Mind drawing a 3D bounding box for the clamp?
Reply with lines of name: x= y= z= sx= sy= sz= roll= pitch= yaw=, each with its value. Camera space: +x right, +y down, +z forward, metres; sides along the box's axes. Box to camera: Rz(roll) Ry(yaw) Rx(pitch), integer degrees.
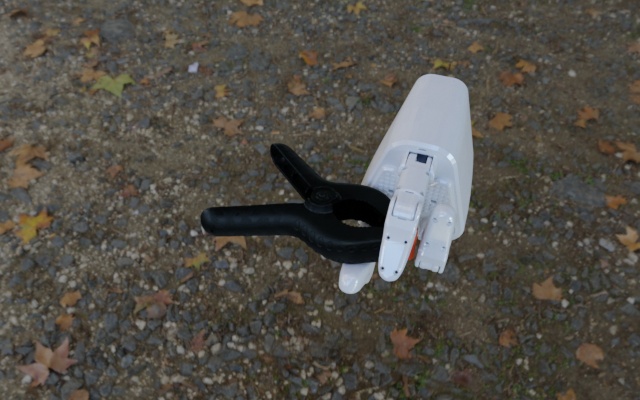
clamp: x=0.000 y=0.001 z=0.403 sx=0.171 sy=0.120 sz=0.039 roll=14 pitch=-40 yaw=12
